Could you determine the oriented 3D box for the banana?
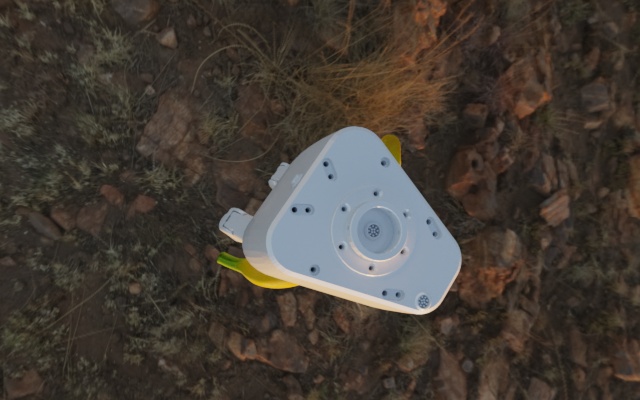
[{"bbox_3d":[0.008,0.018,0.418,0.198,0.069,0.037,-35,-6,-11],"label":"banana"}]
